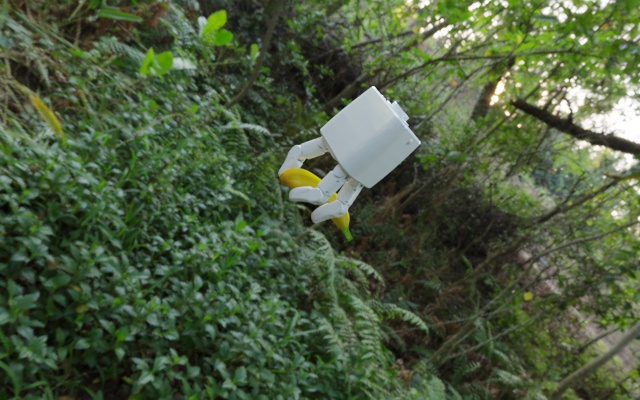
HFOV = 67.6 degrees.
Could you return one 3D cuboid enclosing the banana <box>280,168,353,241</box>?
[{"bbox_3d":[-0.002,-0.007,0.788,0.037,0.069,0.198,-37,-50,14],"label":"banana"}]
